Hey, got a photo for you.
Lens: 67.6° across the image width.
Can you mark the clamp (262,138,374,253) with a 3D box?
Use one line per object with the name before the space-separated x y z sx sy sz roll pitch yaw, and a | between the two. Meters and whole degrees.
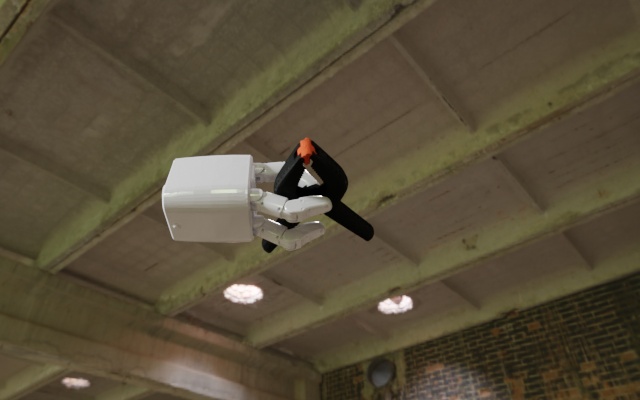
clamp | 0.000 0.001 0.636 0.164 0.036 0.210 -3 -39 -6
